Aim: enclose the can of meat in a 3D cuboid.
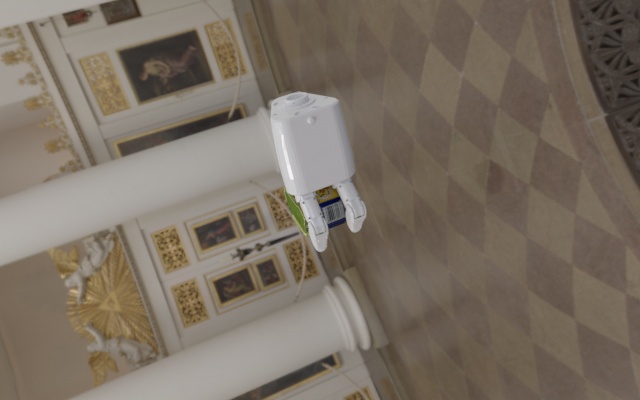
[{"bbox_3d":[0.000,0.002,0.704,0.084,0.057,0.102,-20,31,-12],"label":"can of meat"}]
